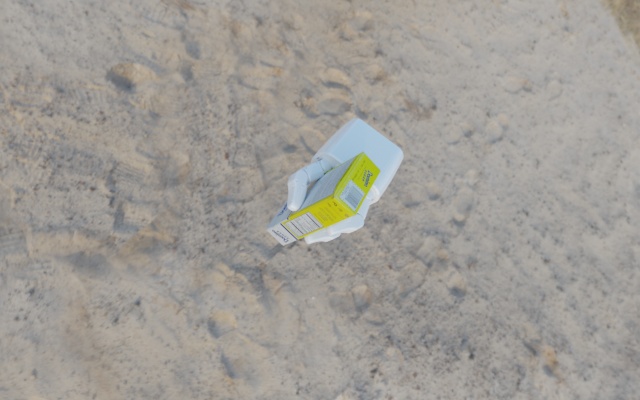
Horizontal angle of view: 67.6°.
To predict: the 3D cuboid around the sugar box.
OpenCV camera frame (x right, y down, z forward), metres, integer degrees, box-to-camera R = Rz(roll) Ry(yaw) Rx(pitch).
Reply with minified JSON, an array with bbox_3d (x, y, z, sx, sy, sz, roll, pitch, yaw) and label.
[{"bbox_3d":[0.001,0.003,0.688,0.176,0.048,0.093,-30,21,51],"label":"sugar box"}]
